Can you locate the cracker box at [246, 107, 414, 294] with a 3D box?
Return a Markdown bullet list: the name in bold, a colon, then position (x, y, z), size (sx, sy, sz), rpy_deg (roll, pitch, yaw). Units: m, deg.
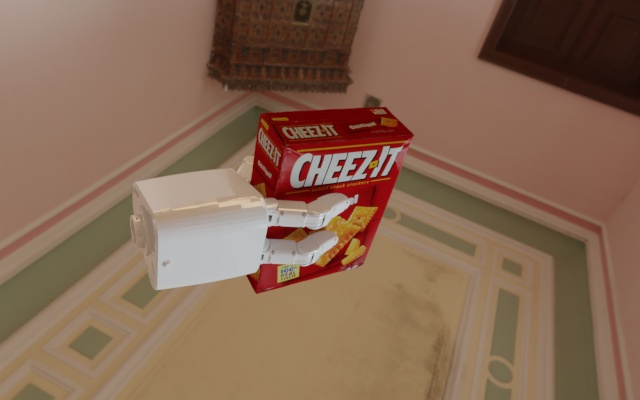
- **cracker box**: position (0.000, 0.002, 0.566), size (0.164, 0.214, 0.072), rpy_deg (-9, 44, -30)
